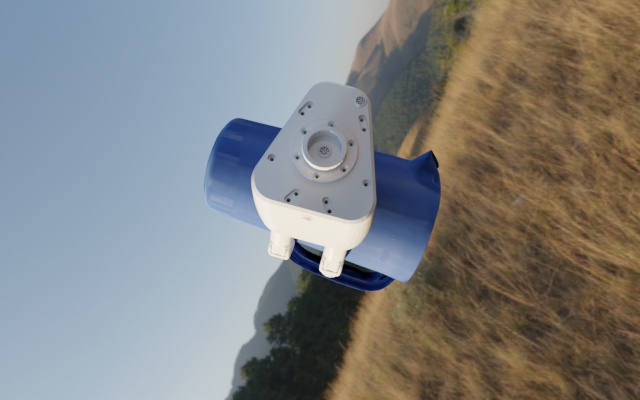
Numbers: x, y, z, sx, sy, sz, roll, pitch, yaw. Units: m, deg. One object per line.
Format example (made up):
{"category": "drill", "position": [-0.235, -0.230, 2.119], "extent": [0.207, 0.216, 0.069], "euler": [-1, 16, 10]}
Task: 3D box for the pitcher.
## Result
{"category": "pitcher", "position": [0.000, 0.002, 0.534], "extent": [0.243, 0.149, 0.145], "euler": [17, -14, 3]}
